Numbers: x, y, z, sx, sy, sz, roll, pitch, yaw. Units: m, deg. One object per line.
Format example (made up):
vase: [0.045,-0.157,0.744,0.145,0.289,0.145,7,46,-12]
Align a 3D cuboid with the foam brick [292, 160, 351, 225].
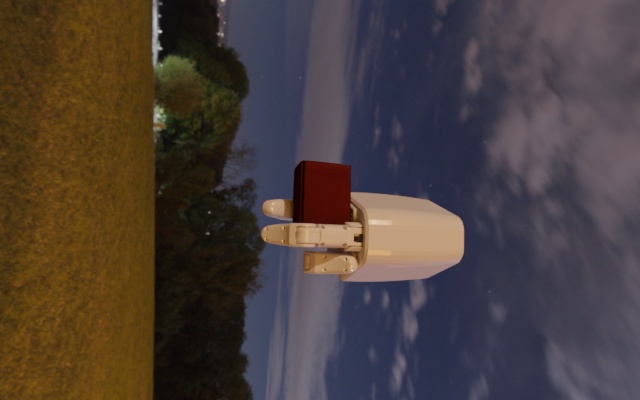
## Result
foam brick: [0.000,0.001,0.496,0.051,0.078,0.053,2,-4,-12]
